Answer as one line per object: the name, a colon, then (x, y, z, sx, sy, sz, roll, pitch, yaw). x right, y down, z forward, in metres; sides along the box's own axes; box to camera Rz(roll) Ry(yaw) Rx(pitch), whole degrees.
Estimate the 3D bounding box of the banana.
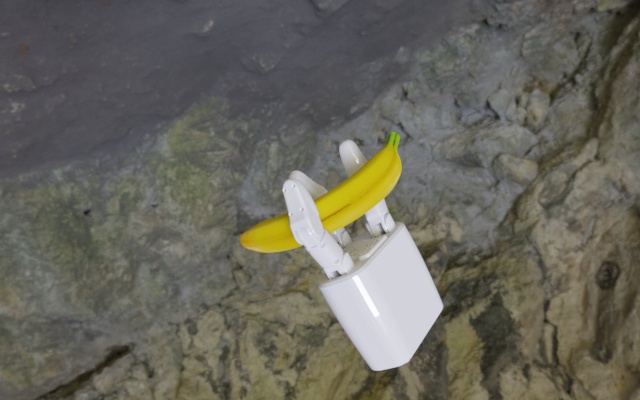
banana: (0.005, 0.007, 0.468, 0.198, 0.037, 0.069, -32, 21, 7)
